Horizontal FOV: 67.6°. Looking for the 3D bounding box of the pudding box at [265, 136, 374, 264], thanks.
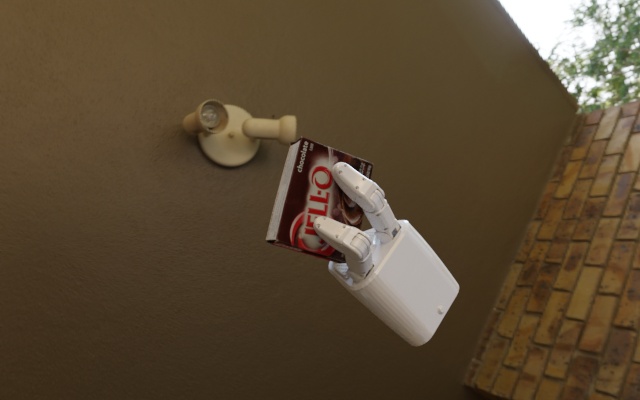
[{"bbox_3d":[0.000,0.002,0.501,0.090,0.113,0.039,18,-14,-26],"label":"pudding box"}]
